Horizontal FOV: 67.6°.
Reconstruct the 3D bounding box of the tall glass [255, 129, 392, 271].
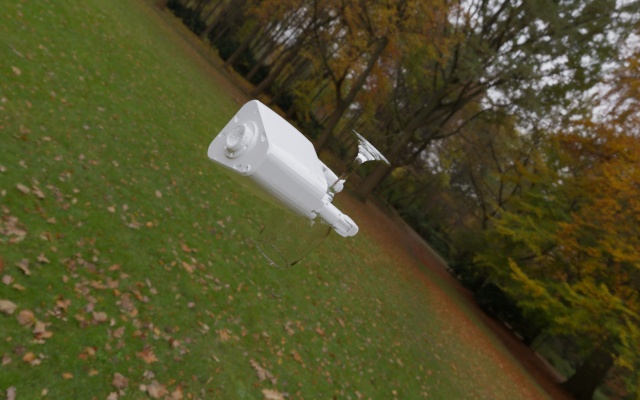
[{"bbox_3d":[0.001,0.002,0.645,0.079,0.201,0.079,42,6,-5],"label":"tall glass"}]
